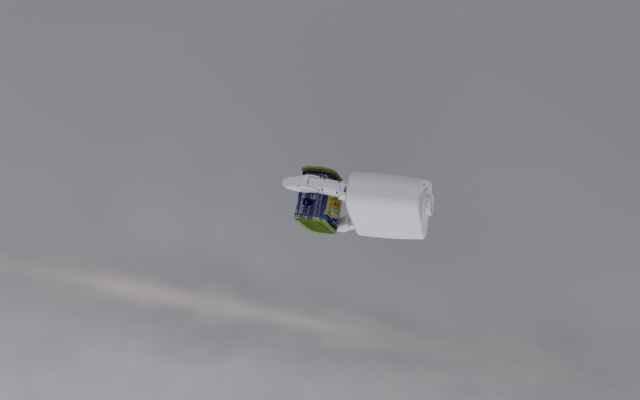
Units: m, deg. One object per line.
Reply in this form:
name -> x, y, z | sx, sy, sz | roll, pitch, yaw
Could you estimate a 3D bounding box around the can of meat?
can of meat -> 0.000, 0.003, 0.756 | 0.057, 0.084, 0.102 | 5, -15, 19
